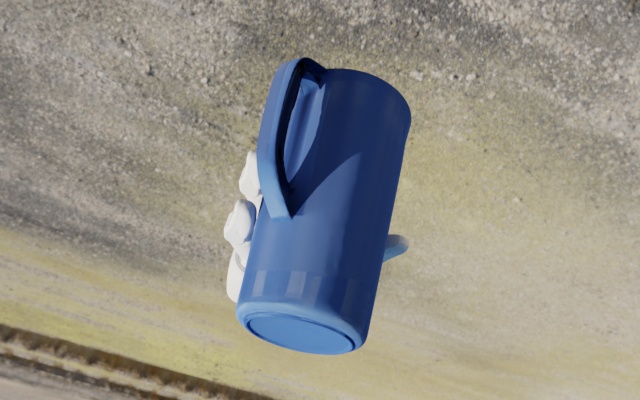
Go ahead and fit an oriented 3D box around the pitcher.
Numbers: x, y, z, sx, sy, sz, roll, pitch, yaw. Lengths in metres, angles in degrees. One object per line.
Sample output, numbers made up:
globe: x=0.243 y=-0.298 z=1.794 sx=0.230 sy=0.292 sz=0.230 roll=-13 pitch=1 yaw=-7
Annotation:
pitcher: x=0.000 y=0.002 z=0.433 sx=0.149 sy=0.242 sz=0.145 roll=18 pitch=-32 yaw=-9
